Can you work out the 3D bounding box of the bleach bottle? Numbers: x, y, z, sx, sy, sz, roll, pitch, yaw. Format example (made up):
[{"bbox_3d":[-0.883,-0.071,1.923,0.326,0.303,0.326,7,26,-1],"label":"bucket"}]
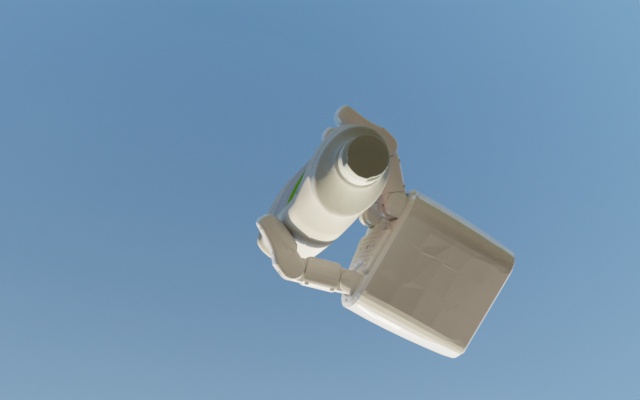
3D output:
[{"bbox_3d":[0.000,0.001,0.415,0.068,0.102,0.251,27,-14,-6],"label":"bleach bottle"}]
